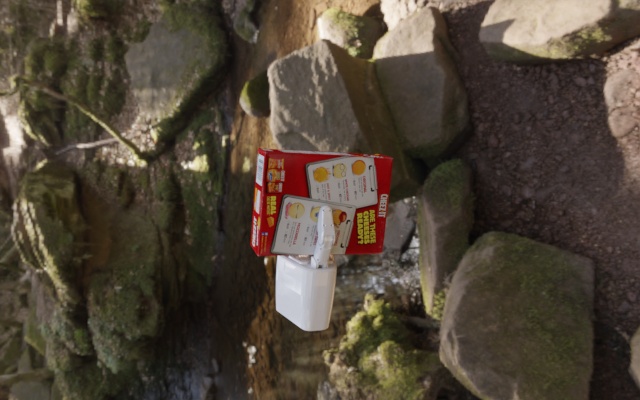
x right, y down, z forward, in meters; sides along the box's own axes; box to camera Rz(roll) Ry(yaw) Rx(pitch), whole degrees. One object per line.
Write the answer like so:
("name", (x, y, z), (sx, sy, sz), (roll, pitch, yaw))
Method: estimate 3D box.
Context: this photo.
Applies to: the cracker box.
("cracker box", (0.000, 0.003, 0.775), (0.214, 0.164, 0.072), (1, 12, -20))
